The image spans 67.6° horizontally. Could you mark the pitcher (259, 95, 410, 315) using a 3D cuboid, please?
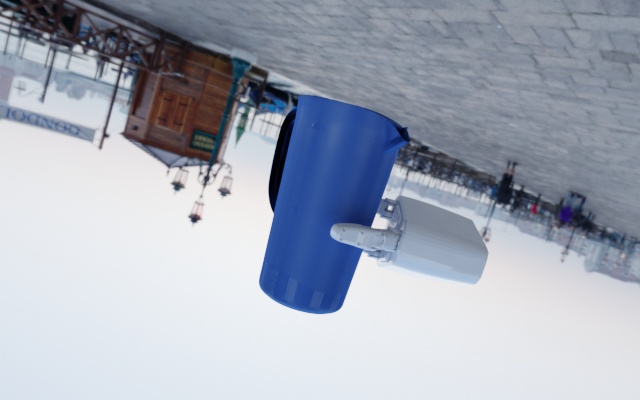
[{"bbox_3d":[0.000,0.002,0.579,0.145,0.243,0.149,16,5,-6],"label":"pitcher"}]
